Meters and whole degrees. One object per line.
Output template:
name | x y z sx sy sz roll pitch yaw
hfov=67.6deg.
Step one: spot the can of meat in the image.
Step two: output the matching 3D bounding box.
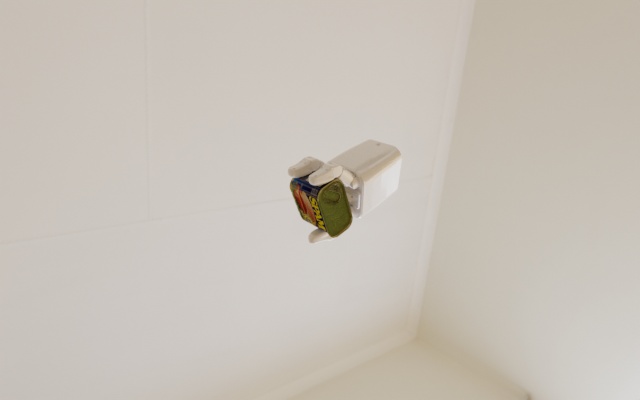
can of meat | 0.000 0.003 0.819 0.057 0.102 0.084 -36 38 -25
